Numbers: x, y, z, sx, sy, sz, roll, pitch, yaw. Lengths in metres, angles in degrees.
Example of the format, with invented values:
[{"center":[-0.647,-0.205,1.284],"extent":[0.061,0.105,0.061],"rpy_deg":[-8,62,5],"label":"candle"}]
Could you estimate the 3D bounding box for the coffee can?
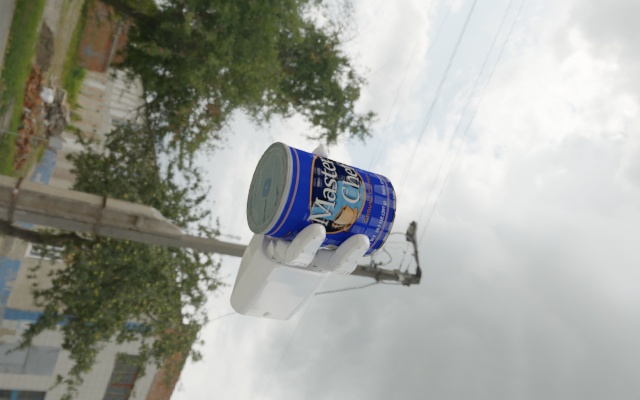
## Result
[{"center":[0.000,0.002,0.545],"extent":[0.140,0.103,0.103],"rpy_deg":[15,-7,-27],"label":"coffee can"}]
